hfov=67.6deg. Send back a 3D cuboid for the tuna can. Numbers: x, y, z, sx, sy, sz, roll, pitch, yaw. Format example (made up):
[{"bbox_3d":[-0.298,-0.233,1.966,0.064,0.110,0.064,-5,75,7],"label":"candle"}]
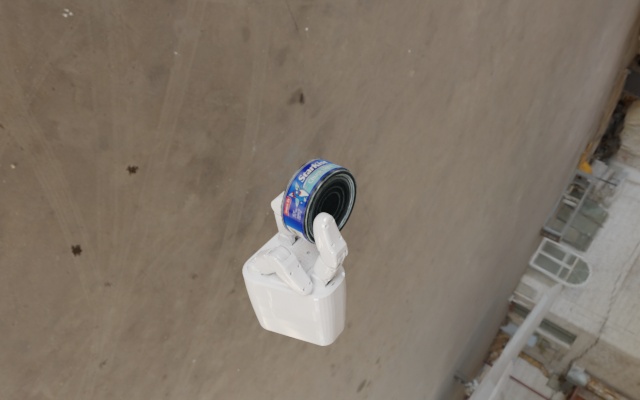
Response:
[{"bbox_3d":[0.001,0.002,0.496,0.033,0.086,0.086,25,14,33],"label":"tuna can"}]
